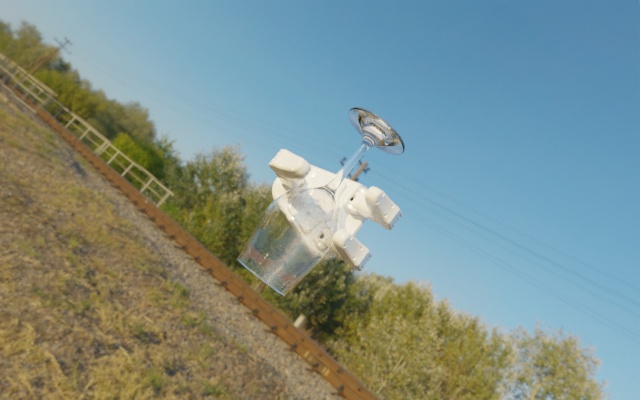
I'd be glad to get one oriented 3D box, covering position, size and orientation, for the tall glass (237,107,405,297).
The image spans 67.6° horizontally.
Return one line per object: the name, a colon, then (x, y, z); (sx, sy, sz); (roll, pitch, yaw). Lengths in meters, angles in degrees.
tall glass: (0.000, 0.001, 0.499); (0.079, 0.201, 0.079); (37, -11, 8)
